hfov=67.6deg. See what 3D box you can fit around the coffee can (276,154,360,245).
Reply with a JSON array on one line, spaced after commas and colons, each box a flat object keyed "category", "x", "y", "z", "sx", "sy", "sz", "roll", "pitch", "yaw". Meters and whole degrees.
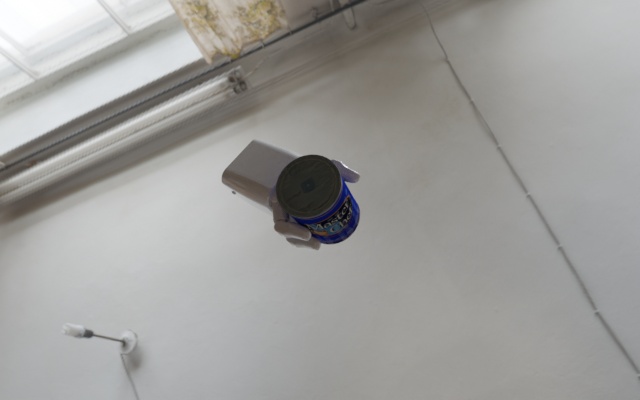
[{"category": "coffee can", "x": 0.000, "y": 0.002, "z": 0.770, "sx": 0.103, "sy": 0.102, "sz": 0.140, "roll": 0, "pitch": -22, "yaw": 17}]
